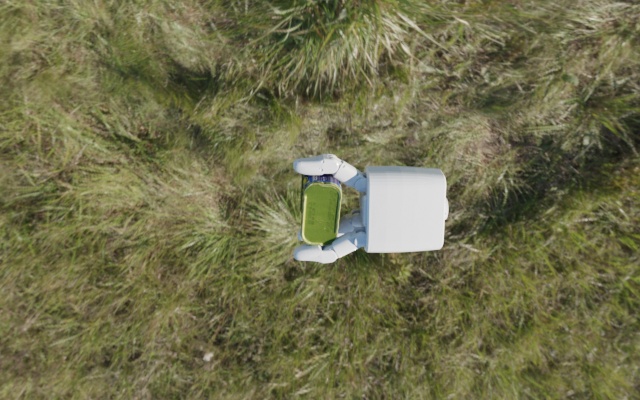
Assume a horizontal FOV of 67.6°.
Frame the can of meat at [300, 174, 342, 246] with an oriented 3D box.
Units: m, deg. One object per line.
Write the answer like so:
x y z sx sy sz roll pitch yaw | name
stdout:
0.000 0.002 0.675 0.057 0.102 0.084 3 27 -3 | can of meat
